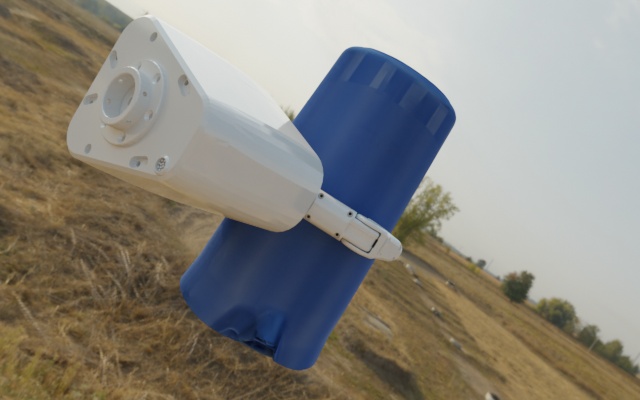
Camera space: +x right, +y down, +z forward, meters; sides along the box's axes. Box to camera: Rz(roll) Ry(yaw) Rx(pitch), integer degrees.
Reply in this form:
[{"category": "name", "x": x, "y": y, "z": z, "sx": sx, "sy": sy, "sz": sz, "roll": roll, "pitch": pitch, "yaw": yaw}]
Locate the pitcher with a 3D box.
[{"category": "pitcher", "x": 0.000, "y": 0.001, "z": 0.406, "sx": 0.149, "sy": 0.243, "sz": 0.145, "roll": 36, "pitch": 5, "yaw": 34}]
